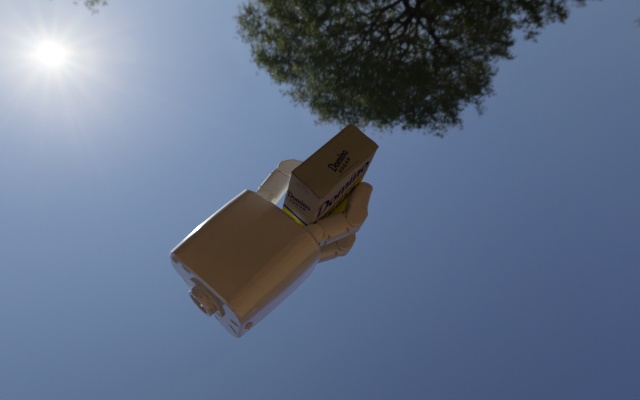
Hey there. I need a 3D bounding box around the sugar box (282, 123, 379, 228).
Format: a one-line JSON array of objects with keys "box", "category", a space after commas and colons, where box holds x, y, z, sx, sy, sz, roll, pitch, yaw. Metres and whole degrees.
[{"box": [0.000, 0.002, 0.533, 0.093, 0.048, 0.176, -42, -11, -28], "category": "sugar box"}]
